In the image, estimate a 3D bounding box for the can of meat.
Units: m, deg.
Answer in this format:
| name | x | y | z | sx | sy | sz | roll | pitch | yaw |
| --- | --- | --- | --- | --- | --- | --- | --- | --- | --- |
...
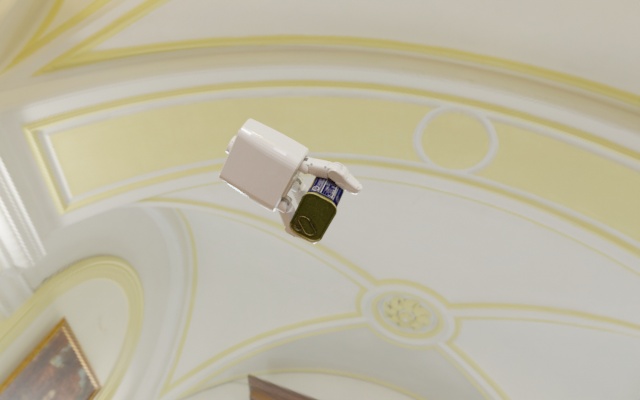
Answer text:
| name | x | y | z | sx | sy | sz | roll | pitch | yaw |
| --- | --- | --- | --- | --- | --- | --- | --- | --- | --- |
| can of meat | 0.000 | 0.002 | 0.765 | 0.057 | 0.102 | 0.084 | 27 | 45 | 0 |
